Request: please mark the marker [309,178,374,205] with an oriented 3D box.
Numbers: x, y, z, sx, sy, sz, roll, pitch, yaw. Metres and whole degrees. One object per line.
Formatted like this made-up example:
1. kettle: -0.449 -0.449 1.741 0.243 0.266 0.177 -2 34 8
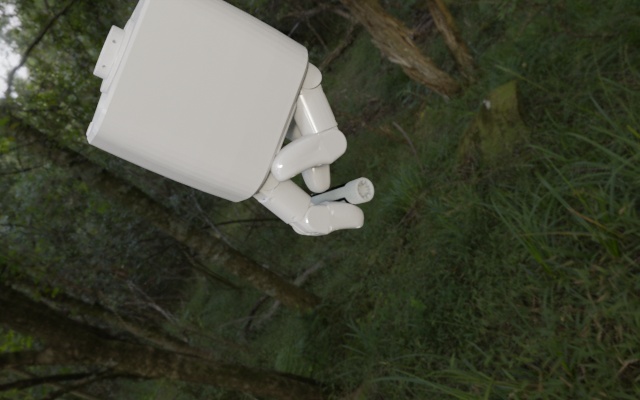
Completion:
1. marker: 0.000 0.001 0.412 0.020 0.020 0.121 0 -9 -35
